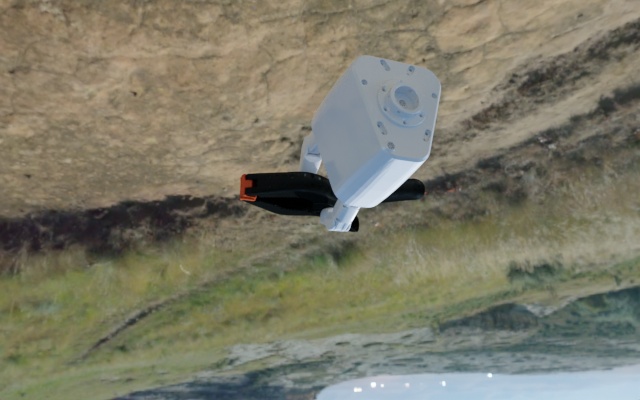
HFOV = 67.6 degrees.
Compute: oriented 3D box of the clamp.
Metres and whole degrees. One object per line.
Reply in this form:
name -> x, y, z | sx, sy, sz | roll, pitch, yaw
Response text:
clamp -> 0.000, 0.003, 0.596 | 0.210, 0.036, 0.165 | 6, -23, -19
